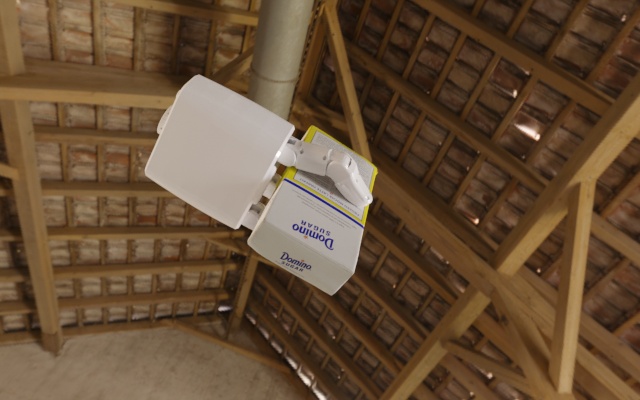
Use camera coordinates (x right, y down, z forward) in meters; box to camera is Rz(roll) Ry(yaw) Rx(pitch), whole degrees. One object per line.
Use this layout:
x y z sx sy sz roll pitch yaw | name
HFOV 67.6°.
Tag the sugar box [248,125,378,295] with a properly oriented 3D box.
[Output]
0.000 0.002 0.478 0.093 0.048 0.176 32 39 -8 | sugar box
